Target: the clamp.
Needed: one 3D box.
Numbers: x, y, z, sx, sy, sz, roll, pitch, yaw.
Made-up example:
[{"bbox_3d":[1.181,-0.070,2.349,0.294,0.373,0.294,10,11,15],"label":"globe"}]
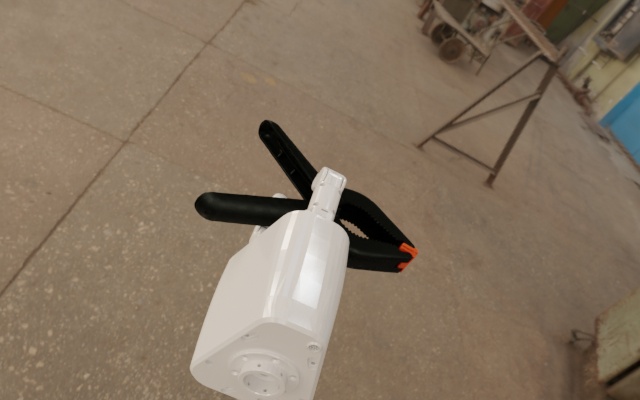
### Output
[{"bbox_3d":[0.001,0.001,0.472,0.210,0.036,0.164,26,38,-10],"label":"clamp"}]
